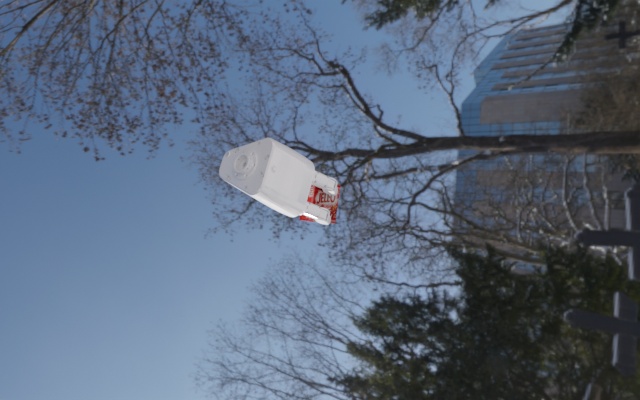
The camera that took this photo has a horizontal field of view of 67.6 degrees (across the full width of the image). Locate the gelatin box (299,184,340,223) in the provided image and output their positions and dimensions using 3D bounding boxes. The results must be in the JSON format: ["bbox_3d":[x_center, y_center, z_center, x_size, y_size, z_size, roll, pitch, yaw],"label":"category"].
[{"bbox_3d":[0.000,0.003,0.871,0.030,0.073,0.089,7,0,32],"label":"gelatin box"}]
